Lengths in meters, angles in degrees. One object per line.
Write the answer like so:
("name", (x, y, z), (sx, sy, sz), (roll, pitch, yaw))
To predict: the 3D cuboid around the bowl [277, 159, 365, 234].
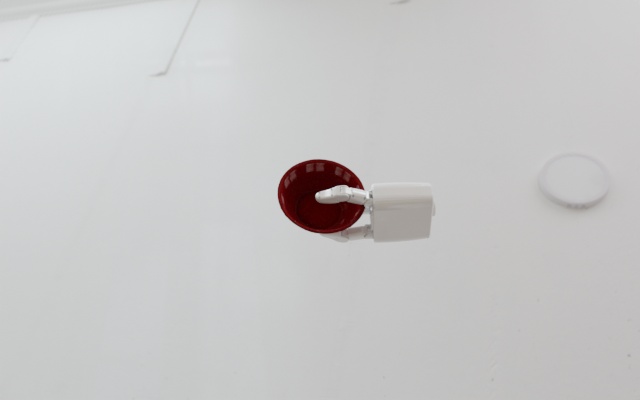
("bowl", (-0.001, 0.003, 0.880), (0.162, 0.162, 0.055), (0, -33, -8))
